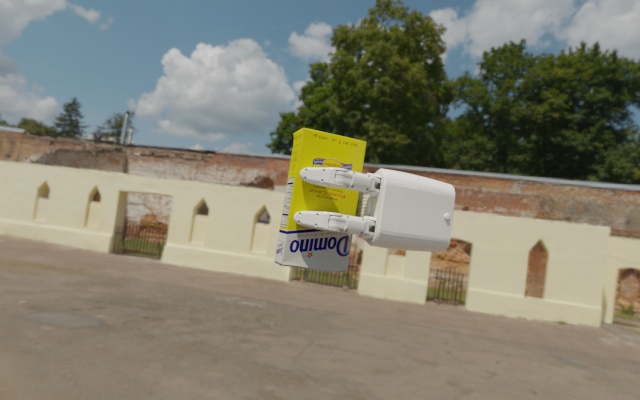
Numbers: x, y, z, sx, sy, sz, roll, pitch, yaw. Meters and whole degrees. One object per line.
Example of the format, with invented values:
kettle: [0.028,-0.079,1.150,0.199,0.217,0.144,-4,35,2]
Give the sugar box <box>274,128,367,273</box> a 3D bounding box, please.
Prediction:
sugar box: [0.000,0.002,0.625,0.093,0.176,0.048,9,-5,-19]
